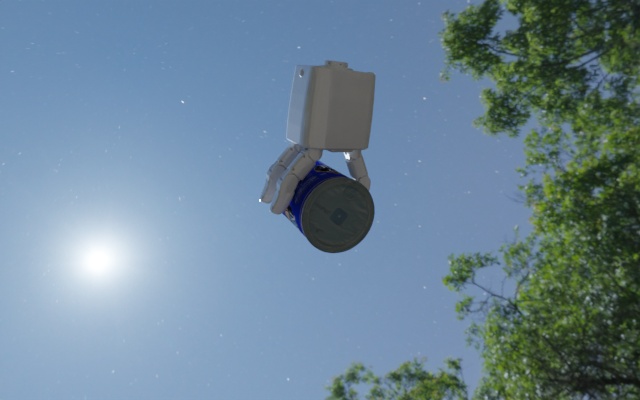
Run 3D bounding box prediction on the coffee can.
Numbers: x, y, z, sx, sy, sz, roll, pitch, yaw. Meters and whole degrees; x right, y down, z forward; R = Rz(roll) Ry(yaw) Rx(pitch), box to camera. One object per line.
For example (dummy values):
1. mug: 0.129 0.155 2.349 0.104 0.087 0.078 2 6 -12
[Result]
1. coffee can: 0.000 0.002 0.680 0.103 0.103 0.140 0 16 -22
